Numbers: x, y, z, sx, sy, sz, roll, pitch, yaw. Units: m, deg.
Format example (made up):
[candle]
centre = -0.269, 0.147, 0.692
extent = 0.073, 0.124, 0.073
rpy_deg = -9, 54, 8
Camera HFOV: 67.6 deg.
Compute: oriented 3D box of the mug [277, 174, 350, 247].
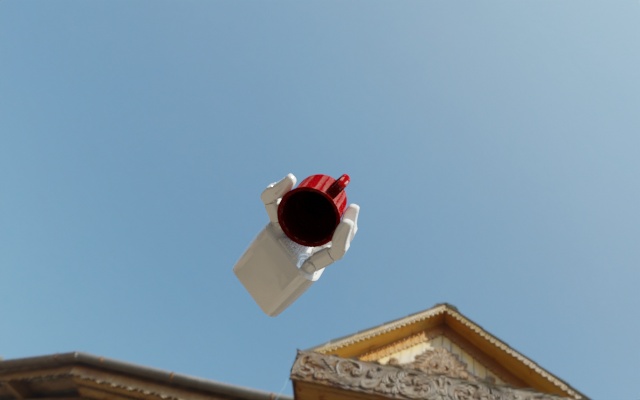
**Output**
[mug]
centre = 0.001, 0.001, 0.702
extent = 0.117, 0.093, 0.081
rpy_deg = -47, 4, 26
